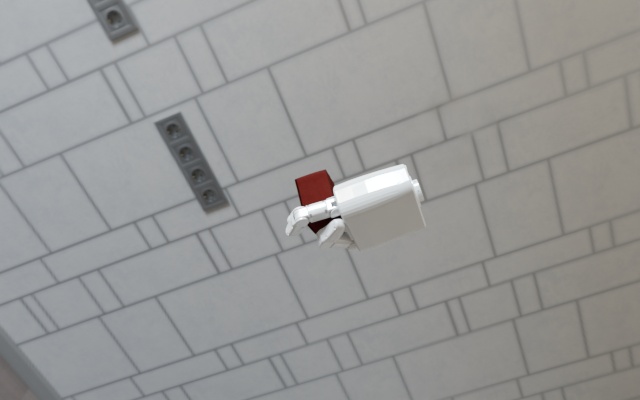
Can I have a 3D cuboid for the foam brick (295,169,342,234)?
[{"bbox_3d":[0.000,0.002,0.722,0.051,0.078,0.053,-21,-29,10],"label":"foam brick"}]
